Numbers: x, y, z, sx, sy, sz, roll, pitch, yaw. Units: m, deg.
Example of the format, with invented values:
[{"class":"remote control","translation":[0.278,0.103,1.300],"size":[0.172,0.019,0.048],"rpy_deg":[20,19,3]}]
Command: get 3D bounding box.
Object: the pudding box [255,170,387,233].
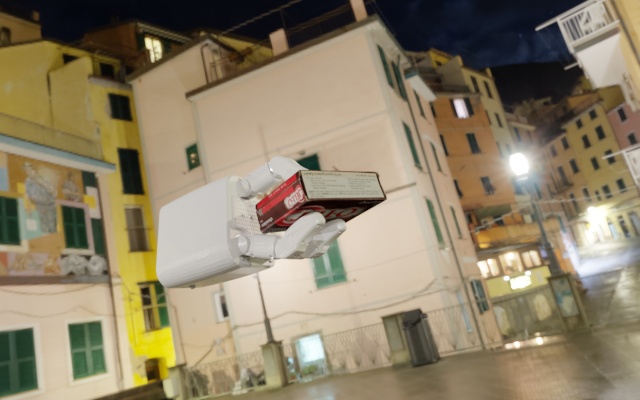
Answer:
[{"class":"pudding box","translation":[0.000,0.002,0.514],"size":[0.113,0.039,0.090],"rpy_deg":[-4,-19,-40]}]
